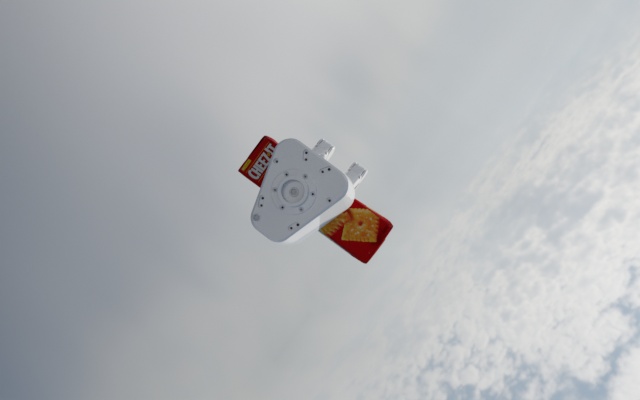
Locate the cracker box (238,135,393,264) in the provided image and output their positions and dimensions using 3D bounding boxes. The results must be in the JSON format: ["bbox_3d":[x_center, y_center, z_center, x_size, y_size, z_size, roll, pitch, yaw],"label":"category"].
[{"bbox_3d":[0.000,0.003,0.706,0.213,0.072,0.164,37,-1,7],"label":"cracker box"}]
